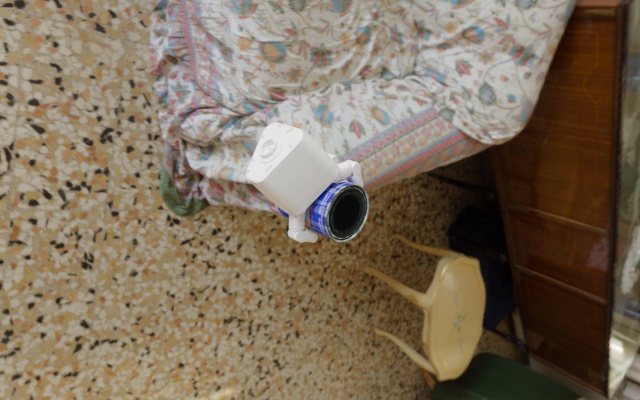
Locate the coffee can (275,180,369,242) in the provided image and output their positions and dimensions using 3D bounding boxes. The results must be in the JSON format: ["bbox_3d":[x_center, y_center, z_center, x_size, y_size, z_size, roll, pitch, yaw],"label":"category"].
[{"bbox_3d":[0.000,0.003,0.841,0.103,0.103,0.140,0,16,-44],"label":"coffee can"}]
